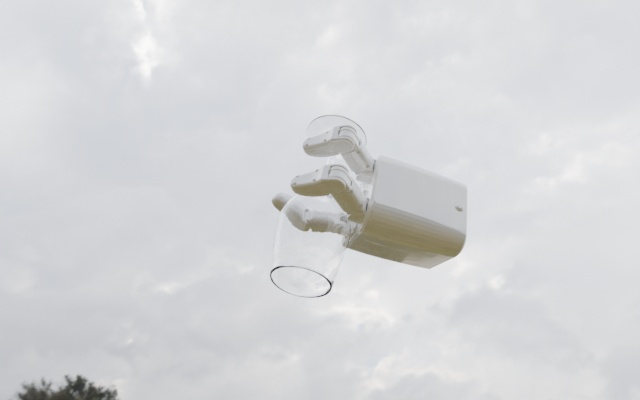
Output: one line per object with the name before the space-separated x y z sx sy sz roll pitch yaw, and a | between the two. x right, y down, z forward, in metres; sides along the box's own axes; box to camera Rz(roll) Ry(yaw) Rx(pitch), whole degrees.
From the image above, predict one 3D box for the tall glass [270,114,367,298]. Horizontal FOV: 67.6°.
tall glass | 0.000 0.001 0.518 0.079 0.201 0.079 9 -37 7
